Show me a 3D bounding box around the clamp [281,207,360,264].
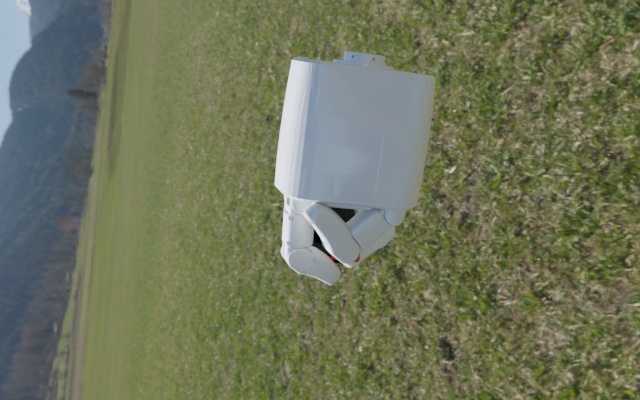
[{"bbox_3d":[0.000,0.002,0.491,0.039,0.120,0.171,-1,18,-23],"label":"clamp"}]
